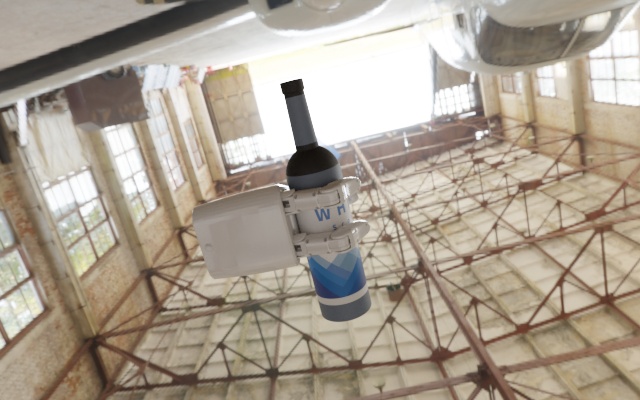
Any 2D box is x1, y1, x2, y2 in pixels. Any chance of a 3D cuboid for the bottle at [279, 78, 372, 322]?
[{"bbox_3d":[0.000,0.002,0.579,0.069,0.296,0.069,-13,16,4],"label":"bottle"}]
